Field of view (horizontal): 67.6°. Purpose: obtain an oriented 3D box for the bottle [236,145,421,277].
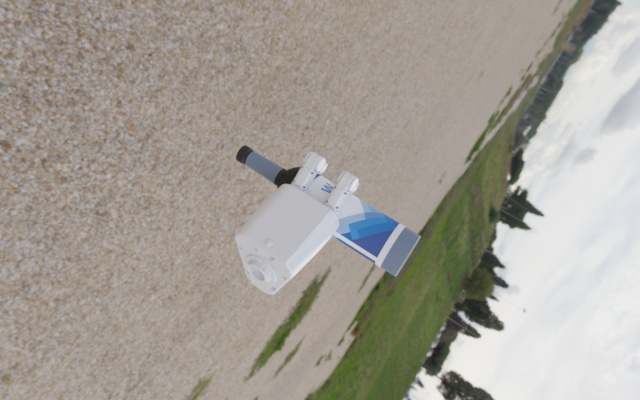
[{"bbox_3d":[0.000,0.002,0.695,0.295,0.069,0.069,32,8,14],"label":"bottle"}]
